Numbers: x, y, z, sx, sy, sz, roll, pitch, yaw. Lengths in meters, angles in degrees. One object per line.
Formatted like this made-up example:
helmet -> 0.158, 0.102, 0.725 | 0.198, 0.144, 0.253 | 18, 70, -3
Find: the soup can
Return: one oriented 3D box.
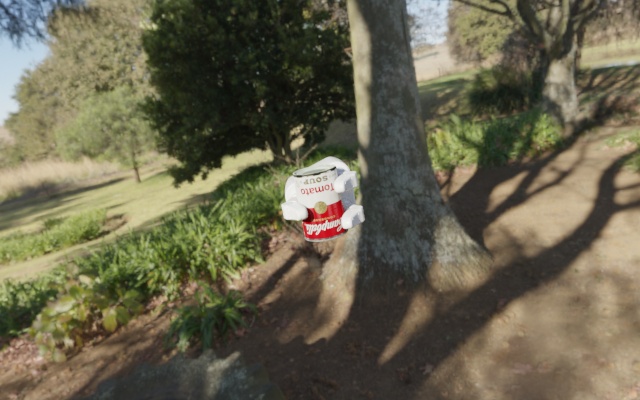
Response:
soup can -> 0.000, 0.002, 0.717 | 0.068, 0.102, 0.068 | -10, 13, 2
